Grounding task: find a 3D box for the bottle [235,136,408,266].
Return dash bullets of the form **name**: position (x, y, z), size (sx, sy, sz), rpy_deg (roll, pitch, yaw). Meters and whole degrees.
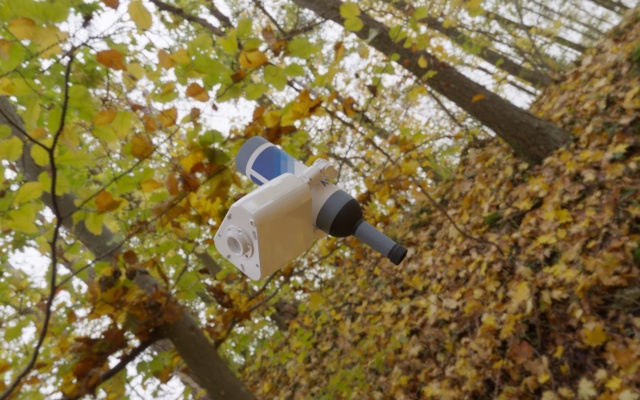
- **bottle**: position (0.000, 0.002, 0.712), size (0.295, 0.069, 0.069), rpy_deg (34, 14, 22)
